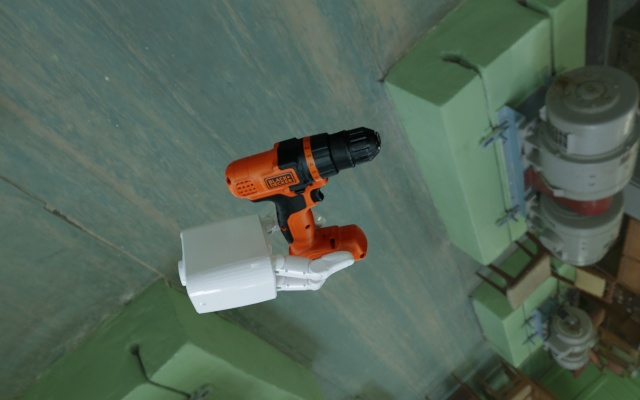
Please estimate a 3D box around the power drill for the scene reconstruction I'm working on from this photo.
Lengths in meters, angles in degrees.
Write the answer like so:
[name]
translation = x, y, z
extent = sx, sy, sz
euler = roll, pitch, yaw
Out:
[power drill]
translation = 0.000, 0.002, 0.591
extent = 0.184, 0.188, 0.057
euler = -13, 40, 12
